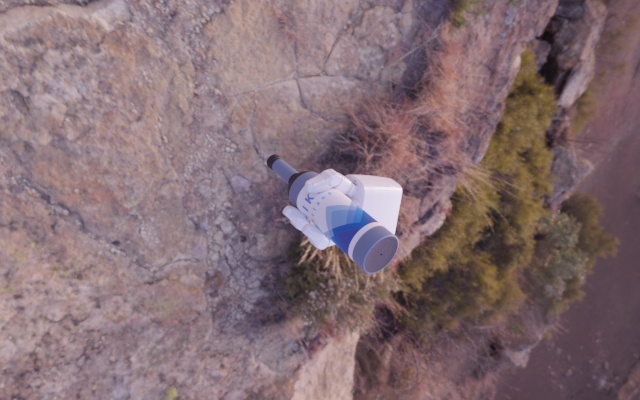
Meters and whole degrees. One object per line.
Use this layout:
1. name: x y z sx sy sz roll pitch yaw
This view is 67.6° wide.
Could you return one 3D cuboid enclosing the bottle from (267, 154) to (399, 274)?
1. bottle: 0.000 0.003 0.764 0.069 0.069 0.295 0 30 -42
